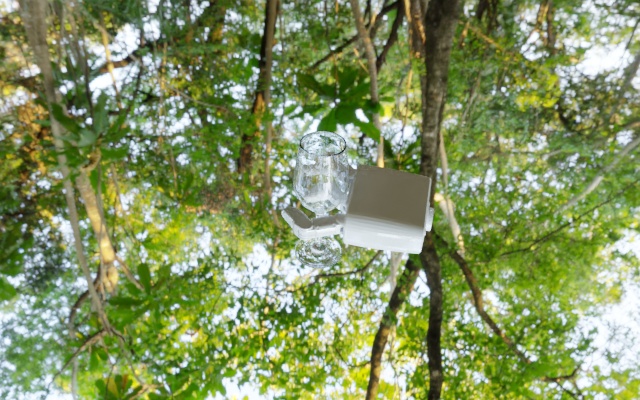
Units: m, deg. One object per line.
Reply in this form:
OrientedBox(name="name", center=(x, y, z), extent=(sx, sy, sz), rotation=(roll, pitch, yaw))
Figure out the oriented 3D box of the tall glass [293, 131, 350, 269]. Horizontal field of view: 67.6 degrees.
OrientedBox(name="tall glass", center=(0.000, 0.003, 0.681), extent=(0.079, 0.201, 0.079), rotation=(1, 39, -1))
